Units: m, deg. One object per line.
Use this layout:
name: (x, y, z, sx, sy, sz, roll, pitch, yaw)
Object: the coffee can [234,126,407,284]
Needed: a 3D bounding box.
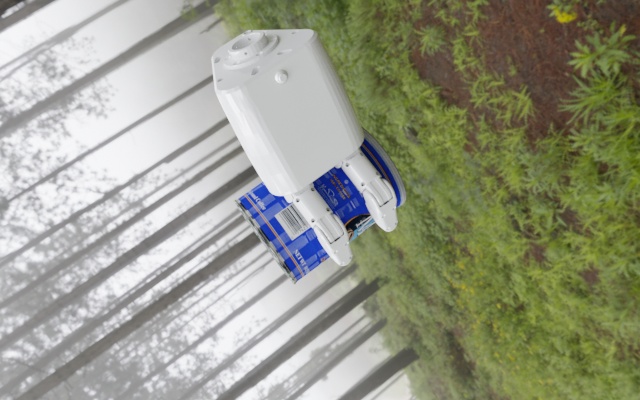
coffee can: (0.000, 0.002, 0.483, 0.140, 0.103, 0.103, -36, 7, -10)
